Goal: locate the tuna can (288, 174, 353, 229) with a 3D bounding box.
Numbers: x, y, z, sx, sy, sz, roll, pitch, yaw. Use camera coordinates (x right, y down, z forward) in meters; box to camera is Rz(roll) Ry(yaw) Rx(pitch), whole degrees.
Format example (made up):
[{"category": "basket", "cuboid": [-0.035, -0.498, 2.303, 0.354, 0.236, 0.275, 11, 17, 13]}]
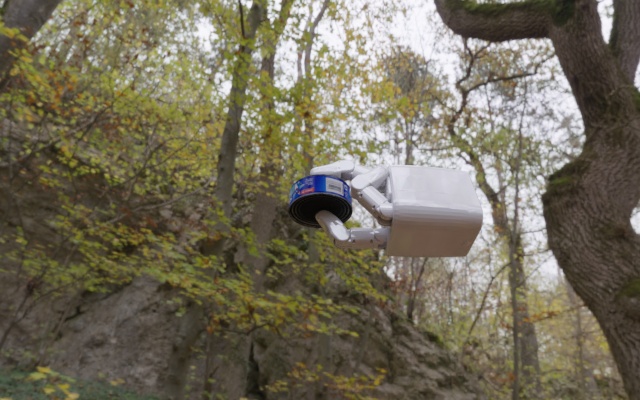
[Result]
[{"category": "tuna can", "cuboid": [0.000, 0.002, 0.643, 0.086, 0.033, 0.086, 0, -34, 0]}]
